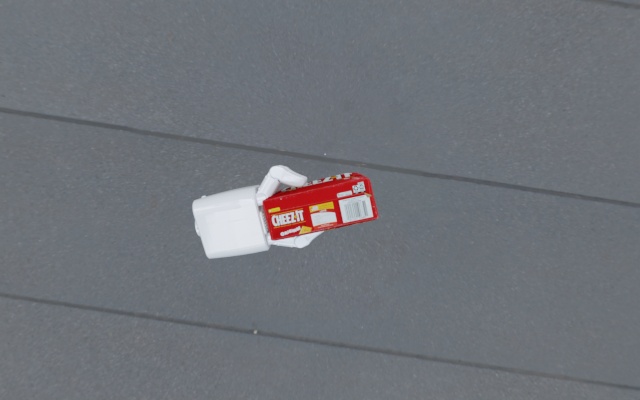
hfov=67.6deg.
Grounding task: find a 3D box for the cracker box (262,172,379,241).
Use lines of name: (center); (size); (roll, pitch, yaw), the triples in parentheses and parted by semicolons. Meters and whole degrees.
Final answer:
cracker box: (0.000, 0.003, 0.798); (0.164, 0.072, 0.213); (-12, 5, 2)
